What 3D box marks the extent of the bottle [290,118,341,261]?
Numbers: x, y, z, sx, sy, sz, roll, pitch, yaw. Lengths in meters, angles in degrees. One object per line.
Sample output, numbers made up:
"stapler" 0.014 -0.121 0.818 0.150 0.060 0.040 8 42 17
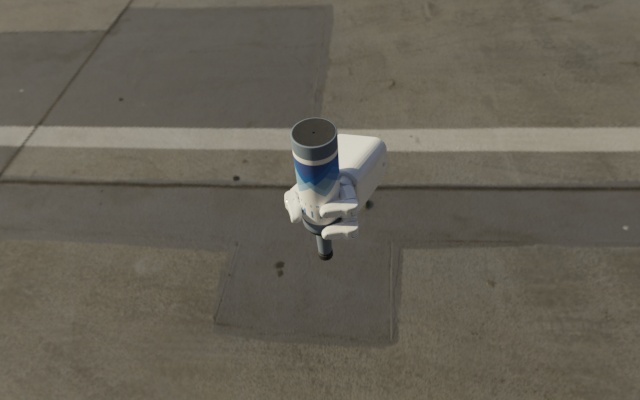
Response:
"bottle" 0.000 0.002 0.778 0.069 0.069 0.296 0 -42 5
